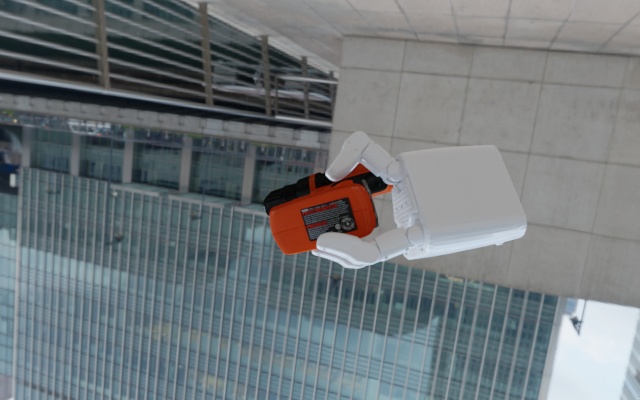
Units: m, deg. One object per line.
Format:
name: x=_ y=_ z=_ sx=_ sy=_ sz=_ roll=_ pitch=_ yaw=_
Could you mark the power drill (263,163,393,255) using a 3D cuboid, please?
power drill: x=0.000 y=0.002 z=0.559 sx=0.184 sy=0.057 sz=0.187 roll=-17 pitch=12 yaw=13
